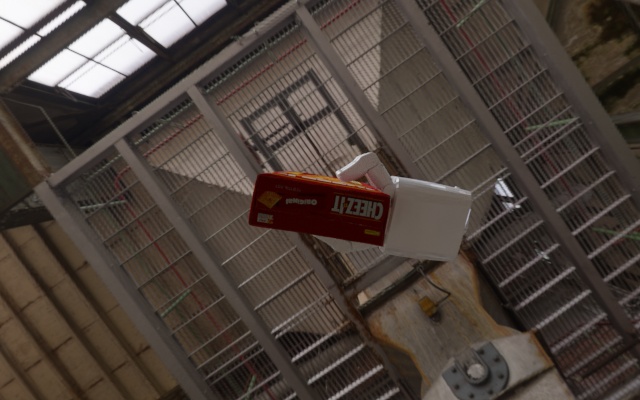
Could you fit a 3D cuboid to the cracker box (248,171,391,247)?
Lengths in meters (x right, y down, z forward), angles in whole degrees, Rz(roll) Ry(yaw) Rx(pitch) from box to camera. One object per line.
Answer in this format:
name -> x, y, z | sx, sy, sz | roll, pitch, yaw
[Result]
cracker box -> 0.000, 0.002, 0.665 | 0.164, 0.072, 0.213 | 9, 4, -1
